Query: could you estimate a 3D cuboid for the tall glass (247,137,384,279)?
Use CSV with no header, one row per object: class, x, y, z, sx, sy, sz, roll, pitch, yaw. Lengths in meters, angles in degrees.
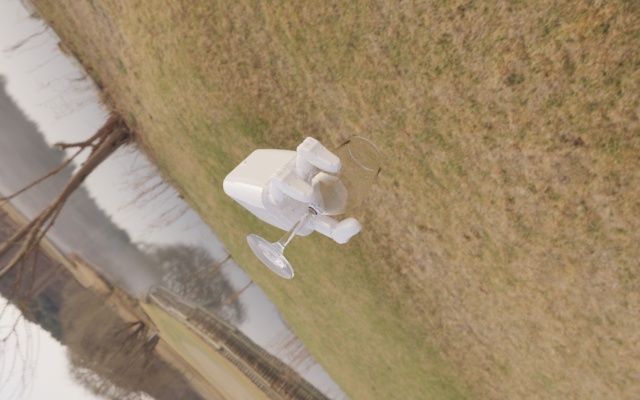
tall glass,0.000,0.003,0.614,0.201,0.079,0.079,-47,24,-25
